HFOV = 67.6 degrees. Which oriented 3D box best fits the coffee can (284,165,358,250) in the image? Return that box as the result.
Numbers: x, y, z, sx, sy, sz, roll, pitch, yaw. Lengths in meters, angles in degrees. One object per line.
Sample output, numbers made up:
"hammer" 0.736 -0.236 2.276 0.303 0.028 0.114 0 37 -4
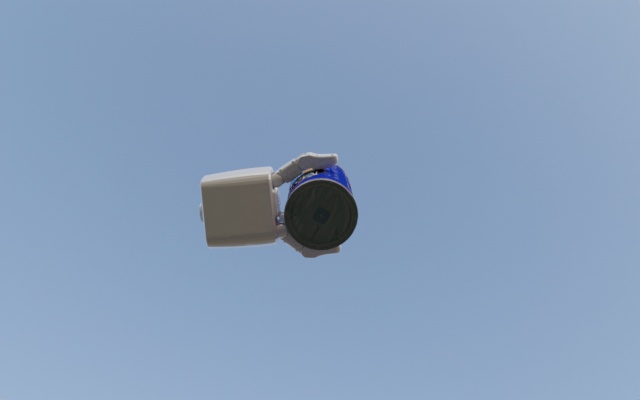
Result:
"coffee can" 0.000 0.002 0.722 0.103 0.103 0.140 0 16 -1
